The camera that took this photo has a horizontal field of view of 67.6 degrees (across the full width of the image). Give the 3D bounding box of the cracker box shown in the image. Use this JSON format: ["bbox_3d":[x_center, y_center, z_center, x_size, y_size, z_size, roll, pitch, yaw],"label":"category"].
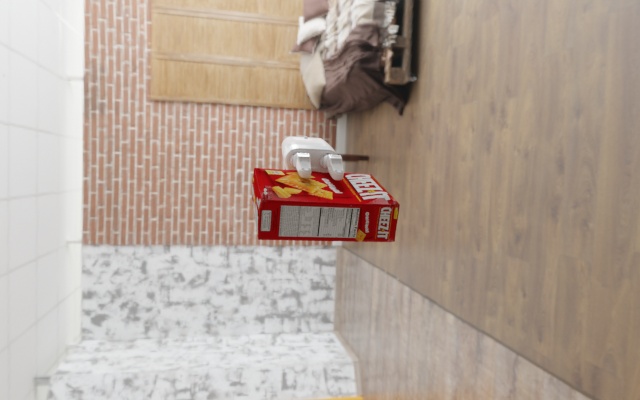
[{"bbox_3d":[0.000,0.003,0.776,0.214,0.072,0.164,2,20,-12],"label":"cracker box"}]
